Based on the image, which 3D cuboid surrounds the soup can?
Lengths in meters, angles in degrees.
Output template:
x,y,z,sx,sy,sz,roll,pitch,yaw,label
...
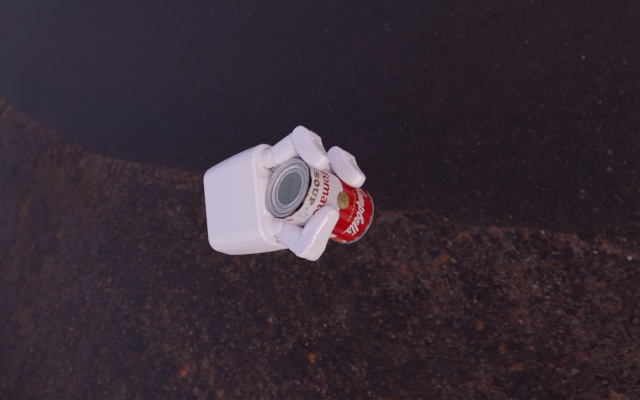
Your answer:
x,y,z,sx,sy,sz,roll,pitch,yaw,label
0.000,0.002,0.520,0.102,0.068,0.068,24,-16,-41,soup can
